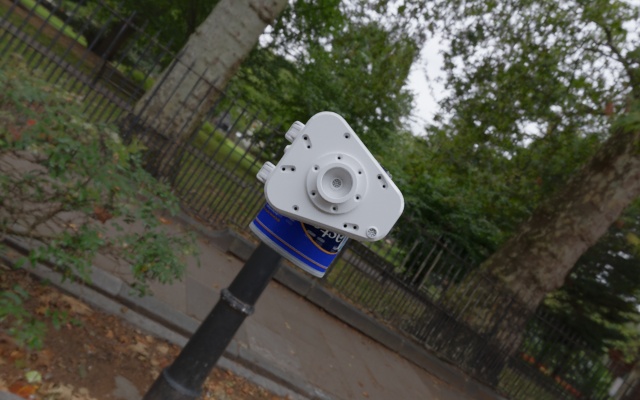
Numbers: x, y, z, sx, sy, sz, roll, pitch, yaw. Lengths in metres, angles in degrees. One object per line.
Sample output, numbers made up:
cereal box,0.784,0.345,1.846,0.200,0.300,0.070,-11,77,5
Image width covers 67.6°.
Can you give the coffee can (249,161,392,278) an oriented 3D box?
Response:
coffee can,0.000,0.002,0.548,0.103,0.140,0.103,35,0,0
